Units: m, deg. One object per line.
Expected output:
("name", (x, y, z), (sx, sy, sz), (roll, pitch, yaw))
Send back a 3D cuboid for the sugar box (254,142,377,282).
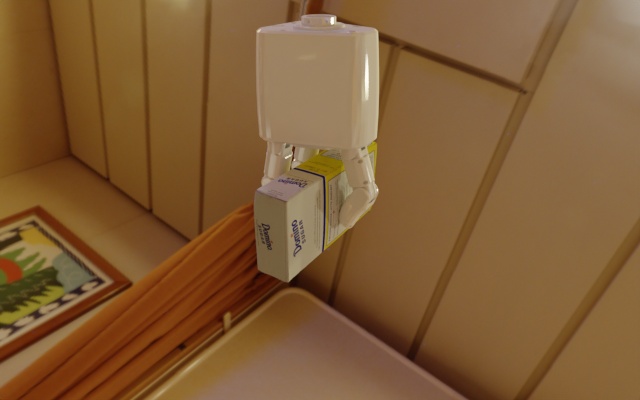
("sugar box", (0.000, 0.001, 0.514), (0.048, 0.093, 0.176), (19, 33, 30))
